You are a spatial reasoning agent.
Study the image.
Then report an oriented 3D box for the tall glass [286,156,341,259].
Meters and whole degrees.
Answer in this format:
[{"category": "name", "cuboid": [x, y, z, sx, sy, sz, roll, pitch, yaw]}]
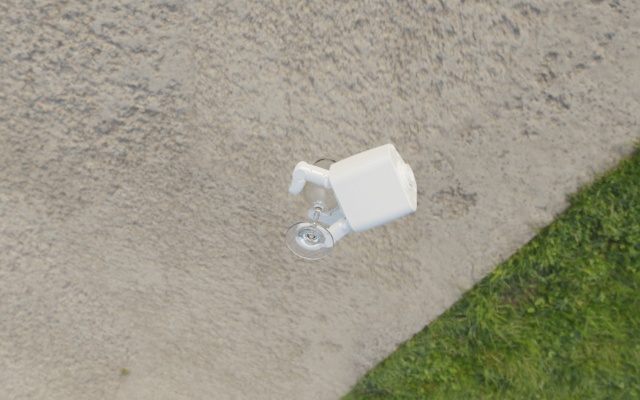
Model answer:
[{"category": "tall glass", "cuboid": [0.000, 0.003, 0.795, 0.079, 0.079, 0.201, 0, 36, 11]}]
